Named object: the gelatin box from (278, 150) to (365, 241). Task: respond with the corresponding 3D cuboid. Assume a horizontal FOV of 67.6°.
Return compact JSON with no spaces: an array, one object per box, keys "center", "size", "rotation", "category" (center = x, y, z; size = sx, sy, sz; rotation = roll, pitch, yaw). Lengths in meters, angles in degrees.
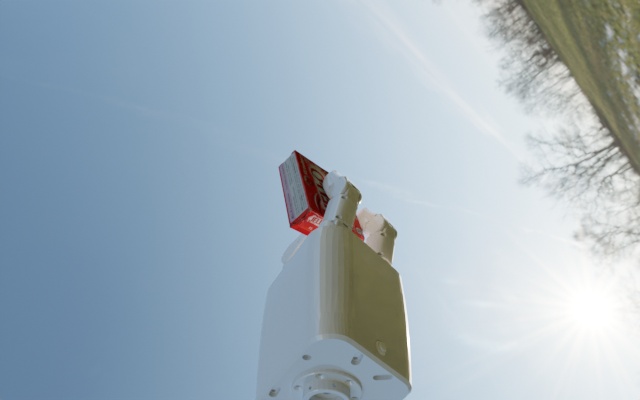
[{"center":[0.000,0.002,0.463],"size":[0.073,0.089,0.030],"rotation":[31,-62,-35],"category":"gelatin box"}]
